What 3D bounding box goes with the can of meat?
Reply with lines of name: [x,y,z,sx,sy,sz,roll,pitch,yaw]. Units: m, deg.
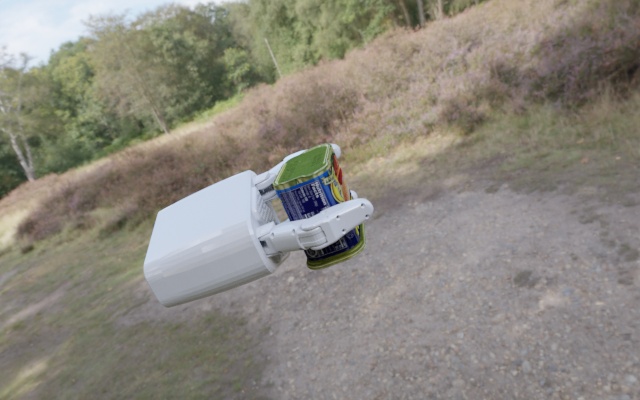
can of meat: [0.000,0.001,0.445,0.057,0.084,0.102,-21,17,11]
